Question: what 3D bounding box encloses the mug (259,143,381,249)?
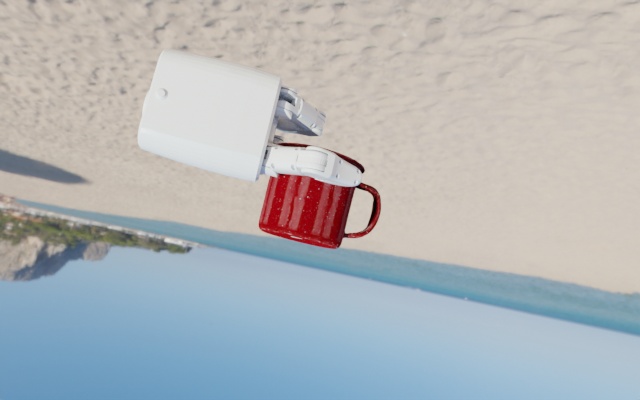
[{"bbox_3d":[0.001,0.002,0.459,0.117,0.081,0.093,14,-8,-5],"label":"mug"}]
